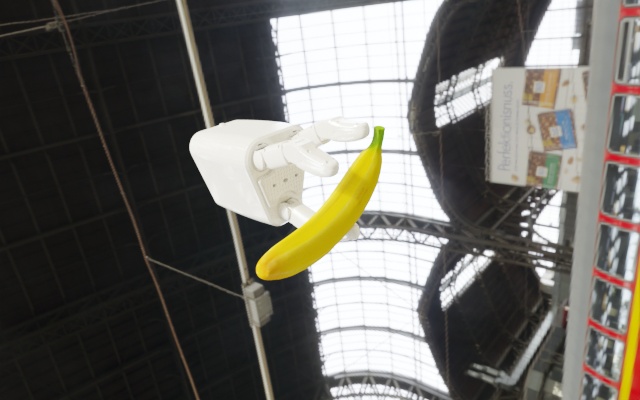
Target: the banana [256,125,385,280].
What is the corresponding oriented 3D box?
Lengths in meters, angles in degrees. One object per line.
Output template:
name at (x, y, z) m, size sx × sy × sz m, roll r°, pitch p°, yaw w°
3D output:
banana at (0.008, 0.012, 0.468) m, size 0.037 × 0.197 × 0.070 m, roll 17°, pitch -33°, yaw 36°
